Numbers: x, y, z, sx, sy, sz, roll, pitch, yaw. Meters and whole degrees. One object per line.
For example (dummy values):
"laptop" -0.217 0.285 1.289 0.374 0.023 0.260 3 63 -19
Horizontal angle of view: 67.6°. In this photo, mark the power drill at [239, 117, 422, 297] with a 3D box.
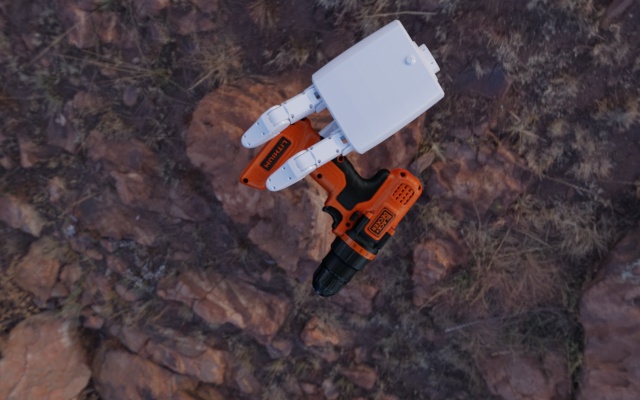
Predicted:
"power drill" 0.000 0.001 0.566 0.188 0.184 0.057 37 5 -12
